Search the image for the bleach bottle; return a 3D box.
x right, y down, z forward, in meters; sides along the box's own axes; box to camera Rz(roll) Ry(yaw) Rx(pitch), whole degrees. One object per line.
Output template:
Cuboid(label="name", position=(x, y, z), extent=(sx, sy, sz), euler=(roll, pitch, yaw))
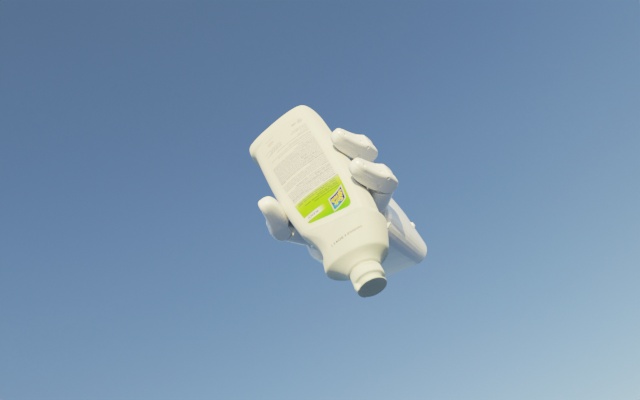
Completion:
Cuboid(label="bleach bottle", position=(0.000, 0.002, 0.515), extent=(0.102, 0.250, 0.068), euler=(-39, -45, 14))
